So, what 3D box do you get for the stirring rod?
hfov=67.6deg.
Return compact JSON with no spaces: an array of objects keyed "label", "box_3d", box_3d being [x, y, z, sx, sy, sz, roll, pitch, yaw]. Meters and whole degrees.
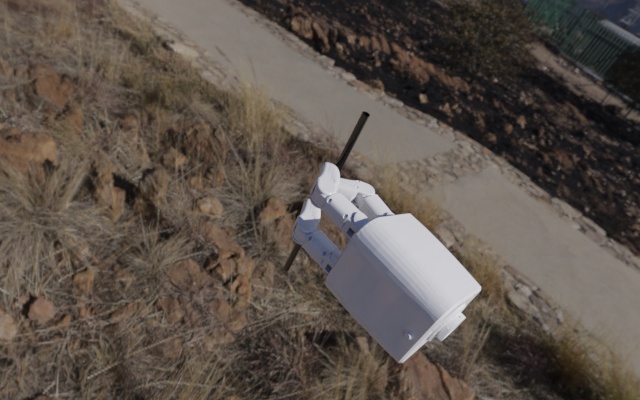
[{"label":"stirring rod","box_3d":[0.000,0.002,0.531,0.011,0.240,0.011,16,39,-14]}]
